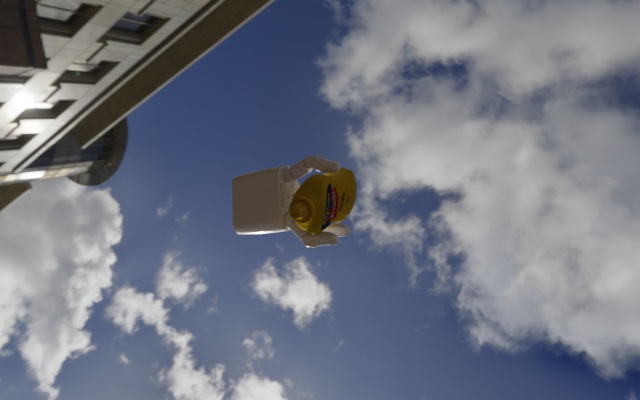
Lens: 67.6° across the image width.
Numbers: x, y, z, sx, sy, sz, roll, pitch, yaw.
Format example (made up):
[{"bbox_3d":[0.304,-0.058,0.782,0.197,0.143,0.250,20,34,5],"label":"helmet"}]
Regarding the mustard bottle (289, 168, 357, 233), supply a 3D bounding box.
[{"bbox_3d":[0.001,0.003,0.791,0.058,0.096,0.191,16,16,22],"label":"mustard bottle"}]
